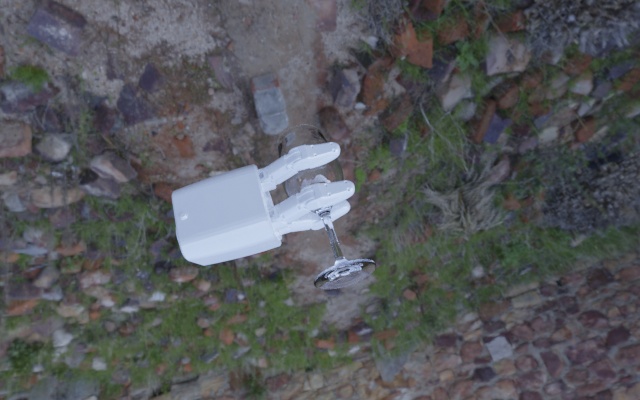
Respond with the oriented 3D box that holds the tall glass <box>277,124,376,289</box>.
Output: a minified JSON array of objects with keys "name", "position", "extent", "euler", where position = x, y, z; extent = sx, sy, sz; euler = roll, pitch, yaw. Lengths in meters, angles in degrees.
[{"name":"tall glass","position":[0.000,0.002,0.587],"extent":[0.079,0.201,0.079],"euler":[-14,-29,-8]}]
